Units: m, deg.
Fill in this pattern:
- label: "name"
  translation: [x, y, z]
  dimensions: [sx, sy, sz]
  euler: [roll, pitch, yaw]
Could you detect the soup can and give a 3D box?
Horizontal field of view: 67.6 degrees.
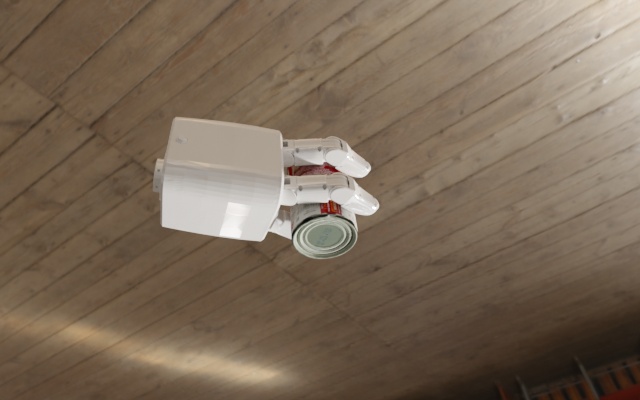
- label: "soup can"
  translation: [0.001, 0.002, 0.505]
  dimensions: [0.068, 0.102, 0.069]
  euler: [-3, -44, -3]
